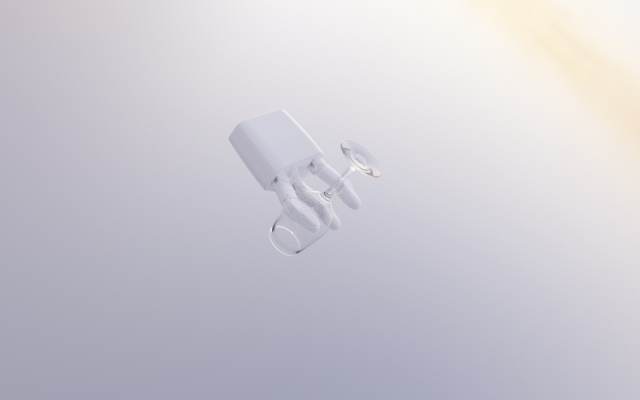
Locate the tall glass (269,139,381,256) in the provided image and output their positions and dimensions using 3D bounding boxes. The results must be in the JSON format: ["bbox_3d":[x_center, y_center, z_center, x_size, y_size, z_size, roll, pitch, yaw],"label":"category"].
[{"bbox_3d":[0.001,0.002,0.731,0.079,0.079,0.201,0,-40,-49],"label":"tall glass"}]
